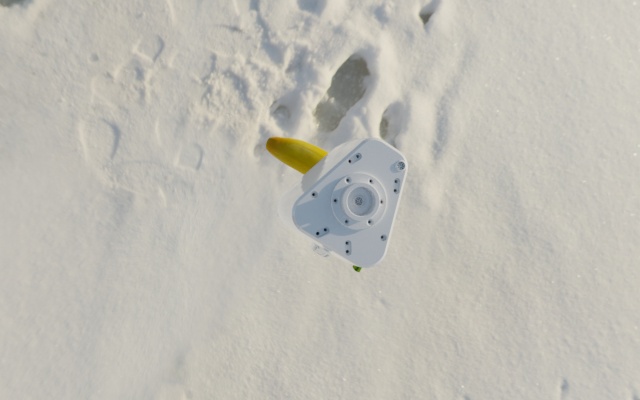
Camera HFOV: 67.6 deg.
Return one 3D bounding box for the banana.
[{"bbox_3d":[0.017,-0.006,0.562,0.069,0.198,0.037,-34,11,4],"label":"banana"}]
